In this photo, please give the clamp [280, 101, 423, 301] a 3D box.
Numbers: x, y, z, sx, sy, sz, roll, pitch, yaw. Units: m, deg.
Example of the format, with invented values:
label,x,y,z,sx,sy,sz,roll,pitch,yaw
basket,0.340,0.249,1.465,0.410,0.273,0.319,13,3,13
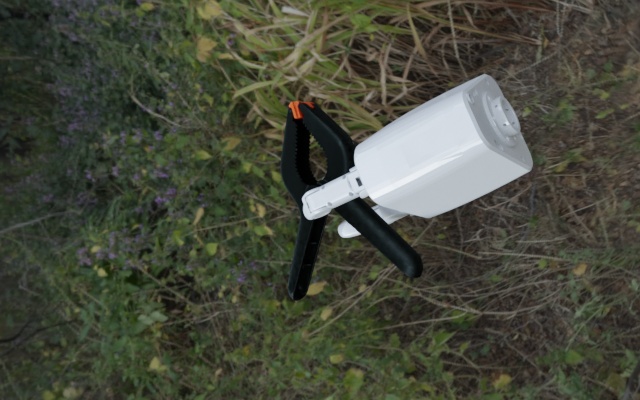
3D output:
label,x,y,z,sx,sy,sz,roll,pitch,yaw
clamp,0.000,0.001,0.497,0.164,0.210,0.036,-28,-11,35
